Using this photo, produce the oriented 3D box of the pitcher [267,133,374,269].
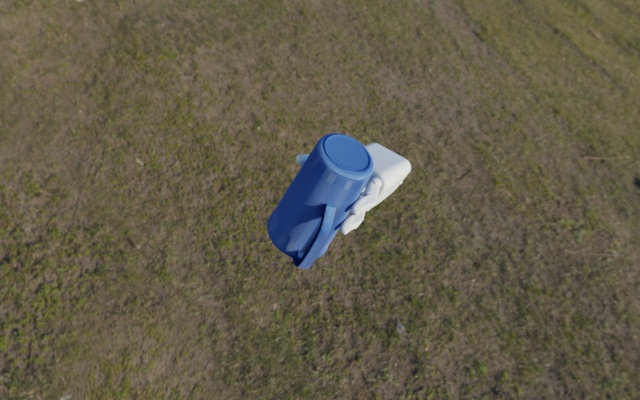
[{"bbox_3d":[0.000,0.003,0.883,0.145,0.149,0.243,-27,-22,-43],"label":"pitcher"}]
